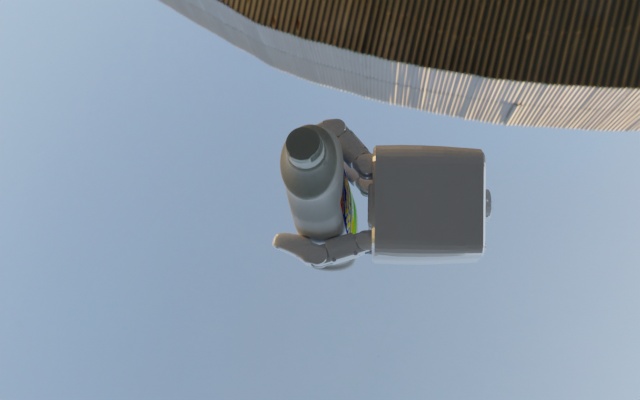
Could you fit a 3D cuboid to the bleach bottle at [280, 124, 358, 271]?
[{"bbox_3d":[0.000,0.002,0.490,0.068,0.102,0.251,1,-18,7],"label":"bleach bottle"}]
